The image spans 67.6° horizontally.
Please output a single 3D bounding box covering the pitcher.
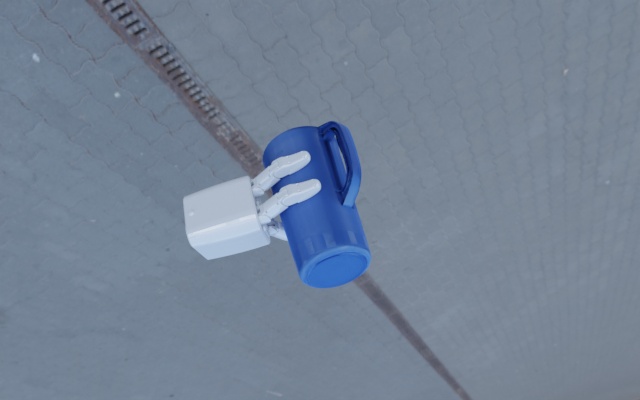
[{"bbox_3d":[0.000,0.003,0.743,0.145,0.242,0.149,-15,-37,-4],"label":"pitcher"}]
